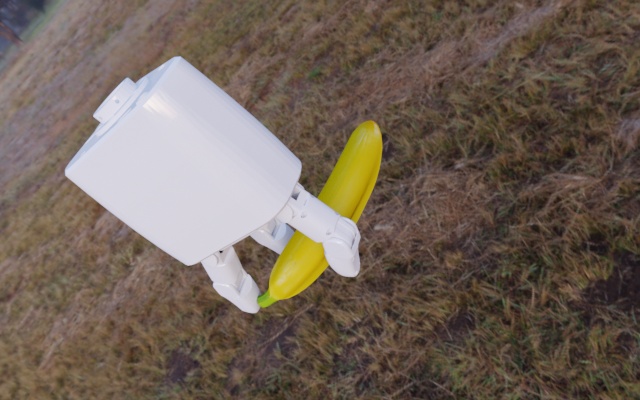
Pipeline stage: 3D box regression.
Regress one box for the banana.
[{"bbox_3d":[0.008,0.005,0.403,0.037,0.197,0.069,40,-16,-26],"label":"banana"}]
